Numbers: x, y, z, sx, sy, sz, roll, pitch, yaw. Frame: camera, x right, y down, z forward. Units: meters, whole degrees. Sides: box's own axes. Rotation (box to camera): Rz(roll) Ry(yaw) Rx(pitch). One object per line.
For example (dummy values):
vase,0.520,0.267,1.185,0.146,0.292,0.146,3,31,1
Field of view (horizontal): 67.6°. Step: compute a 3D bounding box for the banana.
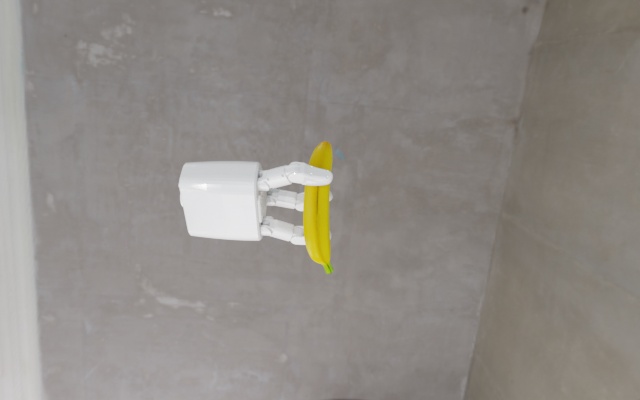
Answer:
banana,-0.003,0.001,0.675,0.037,0.197,0.070,-1,-13,9
